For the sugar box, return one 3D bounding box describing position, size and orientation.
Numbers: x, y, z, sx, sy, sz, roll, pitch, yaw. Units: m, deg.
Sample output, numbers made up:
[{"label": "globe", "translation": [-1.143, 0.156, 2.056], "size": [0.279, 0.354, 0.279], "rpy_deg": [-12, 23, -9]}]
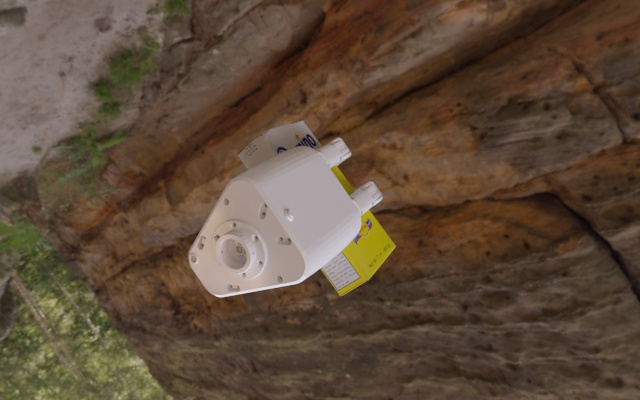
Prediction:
[{"label": "sugar box", "translation": [0.000, 0.001, 0.500], "size": [0.048, 0.176, 0.093], "rpy_deg": [-35, 0, 30]}]
